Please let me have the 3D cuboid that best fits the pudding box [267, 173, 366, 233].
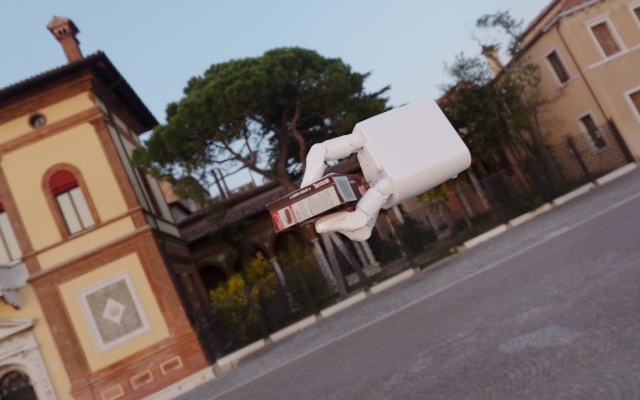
[{"bbox_3d":[0.000,0.002,0.573,0.090,0.039,0.113,-25,-8,19],"label":"pudding box"}]
